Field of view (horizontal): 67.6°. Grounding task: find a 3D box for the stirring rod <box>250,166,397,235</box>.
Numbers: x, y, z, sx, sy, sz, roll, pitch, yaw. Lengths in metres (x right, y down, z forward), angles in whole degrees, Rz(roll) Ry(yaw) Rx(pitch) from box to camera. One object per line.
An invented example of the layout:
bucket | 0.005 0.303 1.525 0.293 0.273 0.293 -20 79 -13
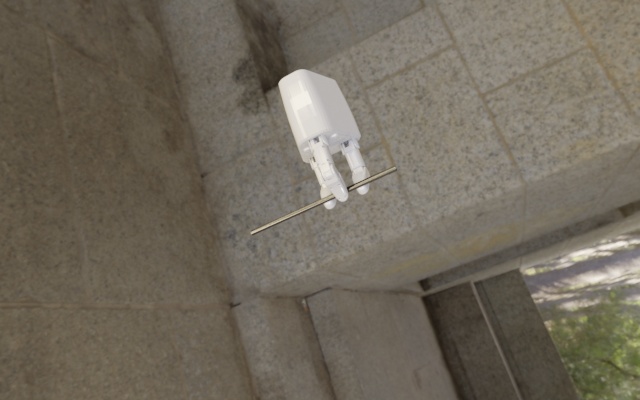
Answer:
stirring rod | 0.000 0.002 0.700 0.239 0.011 0.011 -24 -7 16
